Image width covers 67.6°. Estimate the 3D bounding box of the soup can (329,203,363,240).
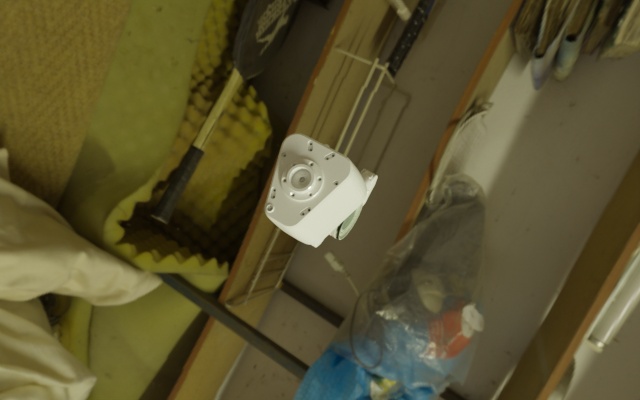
[{"bbox_3d":[0.000,0.003,0.670,0.102,0.068,0.068,29,9,17],"label":"soup can"}]
